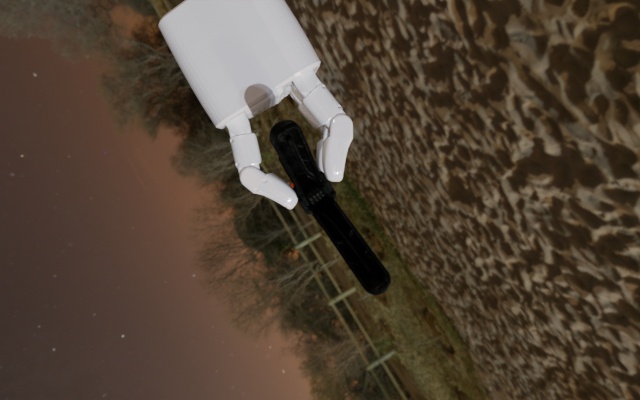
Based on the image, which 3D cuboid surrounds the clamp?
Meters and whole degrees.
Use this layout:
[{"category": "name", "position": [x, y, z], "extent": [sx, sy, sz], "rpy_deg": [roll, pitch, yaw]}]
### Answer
[{"category": "clamp", "position": [-0.001, 0.002, 0.466], "extent": [0.036, 0.164, 0.210], "rpy_deg": [-32, 8, -3]}]
